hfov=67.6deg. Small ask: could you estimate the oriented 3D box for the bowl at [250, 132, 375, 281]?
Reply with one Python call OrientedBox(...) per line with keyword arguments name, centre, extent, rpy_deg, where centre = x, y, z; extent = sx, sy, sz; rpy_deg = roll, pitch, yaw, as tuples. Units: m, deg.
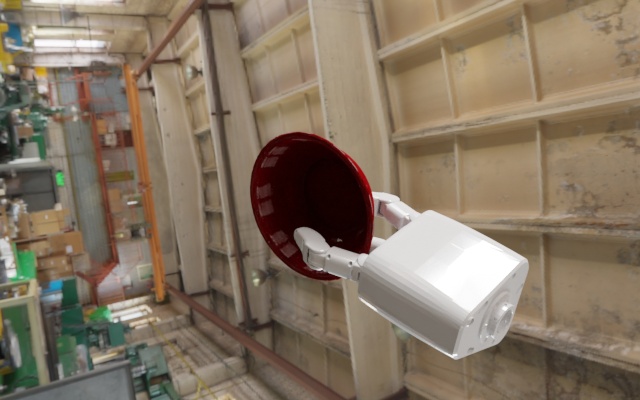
OrientedBox(name="bowl", centre=(-0.001, 0.001, 0.516), extent=(0.162, 0.162, 0.055), rpy_deg=(0, 17, 37))
